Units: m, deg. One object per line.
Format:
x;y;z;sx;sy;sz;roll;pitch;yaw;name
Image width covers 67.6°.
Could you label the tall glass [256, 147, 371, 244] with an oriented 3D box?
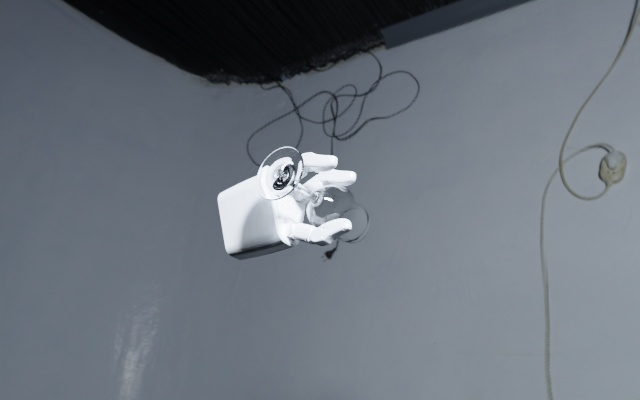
0.000;0.002;0.678;0.079;0.079;0.201;0;-22;35;tall glass
